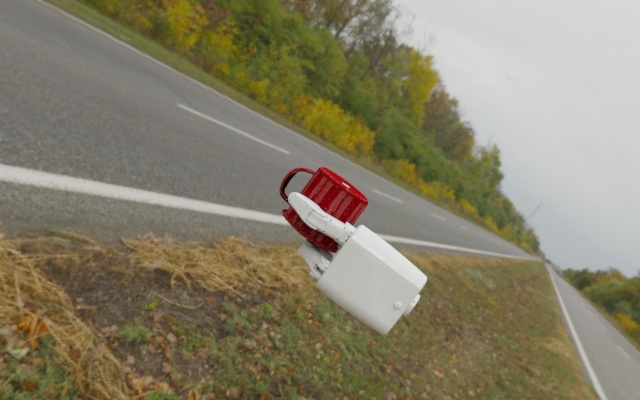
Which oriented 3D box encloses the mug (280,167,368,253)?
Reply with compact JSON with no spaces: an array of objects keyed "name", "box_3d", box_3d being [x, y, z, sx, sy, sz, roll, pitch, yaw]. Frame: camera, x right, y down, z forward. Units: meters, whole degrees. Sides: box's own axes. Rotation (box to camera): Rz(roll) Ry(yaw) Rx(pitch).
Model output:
[{"name":"mug","box_3d":[-0.001,0.001,0.637,0.117,0.081,0.093,38,9,8]}]
